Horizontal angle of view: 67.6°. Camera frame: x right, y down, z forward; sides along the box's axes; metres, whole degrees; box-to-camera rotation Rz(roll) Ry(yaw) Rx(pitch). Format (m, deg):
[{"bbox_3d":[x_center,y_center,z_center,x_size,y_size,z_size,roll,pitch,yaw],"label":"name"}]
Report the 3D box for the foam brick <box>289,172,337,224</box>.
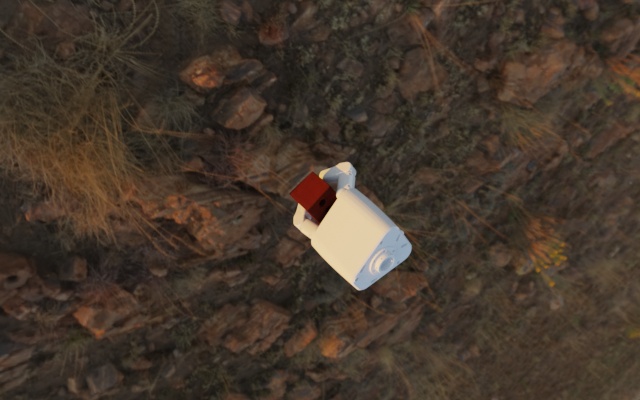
[{"bbox_3d":[0.000,0.002,0.756,0.051,0.053,0.078,42,-3,42],"label":"foam brick"}]
